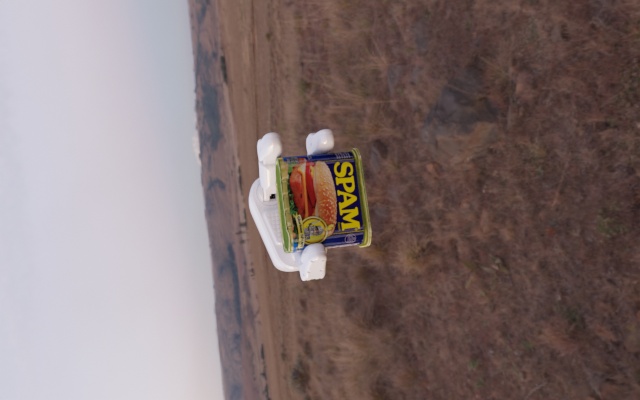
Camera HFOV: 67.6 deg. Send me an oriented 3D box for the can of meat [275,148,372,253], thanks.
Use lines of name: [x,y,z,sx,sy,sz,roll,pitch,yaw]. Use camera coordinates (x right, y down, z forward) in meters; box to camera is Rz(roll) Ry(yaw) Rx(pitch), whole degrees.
can of meat: [0.000,0.002,0.490,0.084,0.102,0.057,-6,-7,-11]
